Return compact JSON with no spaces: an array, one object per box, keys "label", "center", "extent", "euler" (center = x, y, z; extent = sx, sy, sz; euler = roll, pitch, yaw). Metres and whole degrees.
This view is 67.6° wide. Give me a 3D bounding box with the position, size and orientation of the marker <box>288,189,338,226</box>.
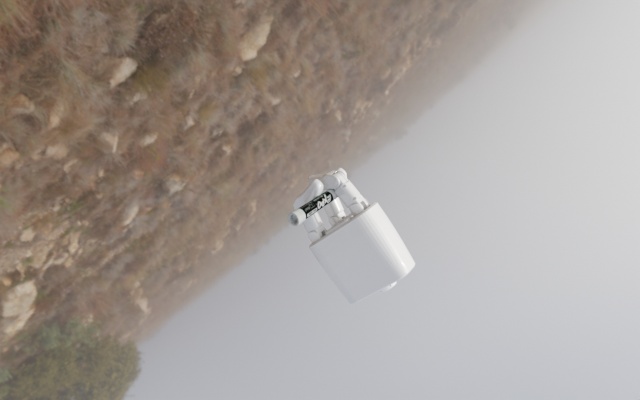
[{"label":"marker","center":[0.000,0.002,0.654],"extent":[0.020,0.020,0.121],"euler":[0,22,39]}]
